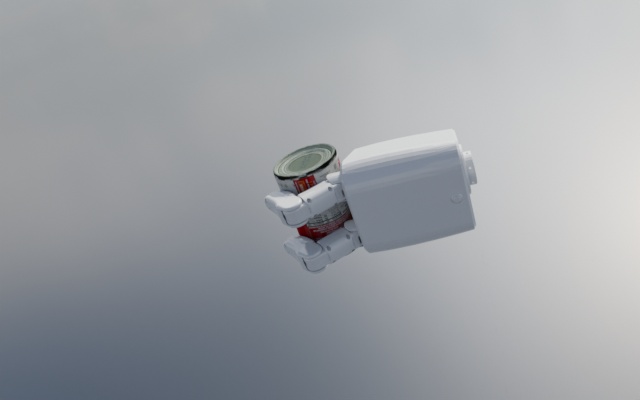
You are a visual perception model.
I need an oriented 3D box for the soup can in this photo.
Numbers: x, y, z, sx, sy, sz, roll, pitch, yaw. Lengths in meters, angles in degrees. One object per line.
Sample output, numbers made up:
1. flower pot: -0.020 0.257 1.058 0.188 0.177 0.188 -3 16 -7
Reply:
1. soup can: 0.000 0.001 0.490 0.068 0.102 0.068 -17 28 9
